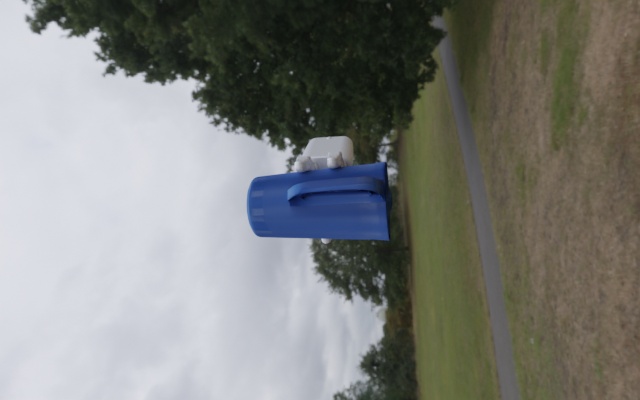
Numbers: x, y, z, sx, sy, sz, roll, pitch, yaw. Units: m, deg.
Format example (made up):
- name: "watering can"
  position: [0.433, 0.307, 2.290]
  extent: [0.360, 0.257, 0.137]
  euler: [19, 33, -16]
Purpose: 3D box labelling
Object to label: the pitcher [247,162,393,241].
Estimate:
- name: "pitcher"
  position: [0.000, 0.003, 0.816]
  extent: [0.243, 0.149, 0.145]
  euler: [-3, 30, 10]
